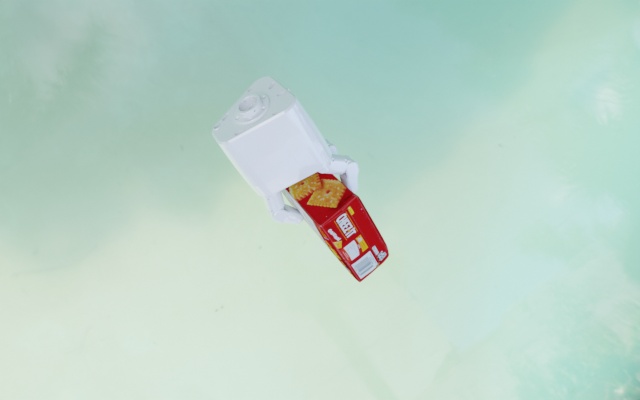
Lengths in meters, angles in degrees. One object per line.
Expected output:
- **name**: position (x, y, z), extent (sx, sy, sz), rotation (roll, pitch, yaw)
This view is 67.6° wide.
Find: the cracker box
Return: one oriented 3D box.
- **cracker box**: position (0.000, 0.003, 0.729), extent (0.213, 0.072, 0.164), rotation (46, -7, 43)
